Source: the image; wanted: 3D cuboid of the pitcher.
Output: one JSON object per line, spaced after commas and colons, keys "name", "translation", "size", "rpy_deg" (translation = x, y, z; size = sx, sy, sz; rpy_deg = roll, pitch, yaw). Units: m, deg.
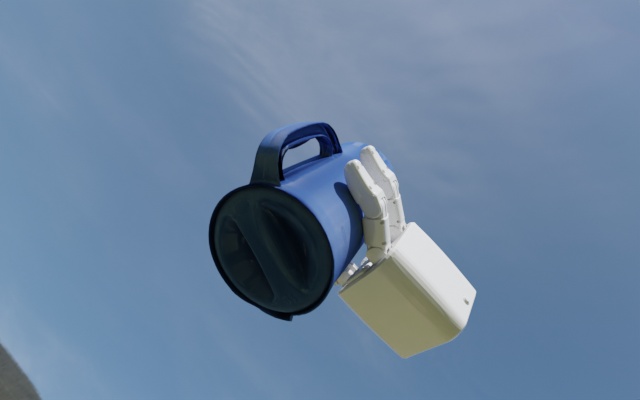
{"name": "pitcher", "translation": [0.000, 0.002, 0.527], "size": [0.149, 0.145, 0.242], "rpy_deg": [-46, -4, 32]}
